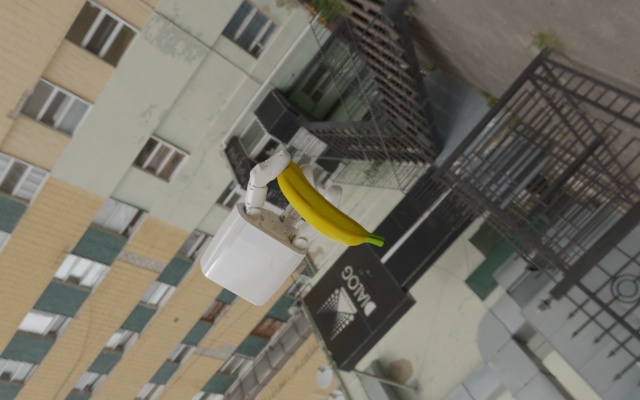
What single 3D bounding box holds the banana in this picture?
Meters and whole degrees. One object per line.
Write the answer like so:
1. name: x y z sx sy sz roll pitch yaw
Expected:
1. banana: -0.009 0.001 0.606 0.197 0.037 0.069 43 16 33
